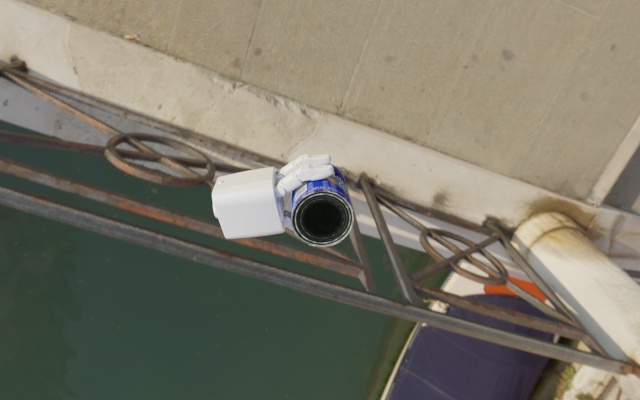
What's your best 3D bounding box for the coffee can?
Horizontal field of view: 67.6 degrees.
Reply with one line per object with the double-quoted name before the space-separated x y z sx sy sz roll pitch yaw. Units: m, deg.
"coffee can" 0.000 0.003 0.834 0.103 0.103 0.140 0 24 -3
